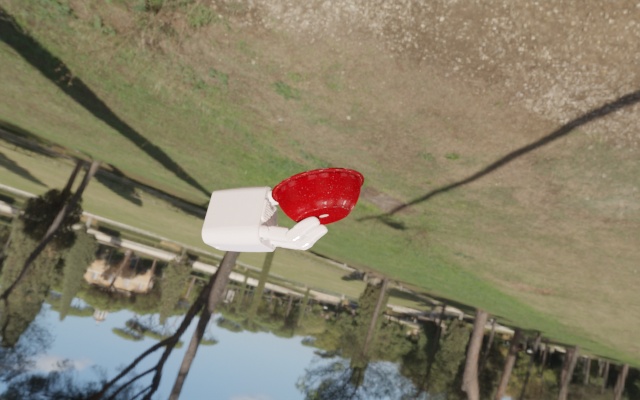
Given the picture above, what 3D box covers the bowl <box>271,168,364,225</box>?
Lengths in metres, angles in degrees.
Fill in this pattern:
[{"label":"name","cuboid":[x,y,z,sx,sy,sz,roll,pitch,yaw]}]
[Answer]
[{"label":"bowl","cuboid":[0.001,0.003,0.806,0.162,0.055,0.162,-10,-20,-4]}]
